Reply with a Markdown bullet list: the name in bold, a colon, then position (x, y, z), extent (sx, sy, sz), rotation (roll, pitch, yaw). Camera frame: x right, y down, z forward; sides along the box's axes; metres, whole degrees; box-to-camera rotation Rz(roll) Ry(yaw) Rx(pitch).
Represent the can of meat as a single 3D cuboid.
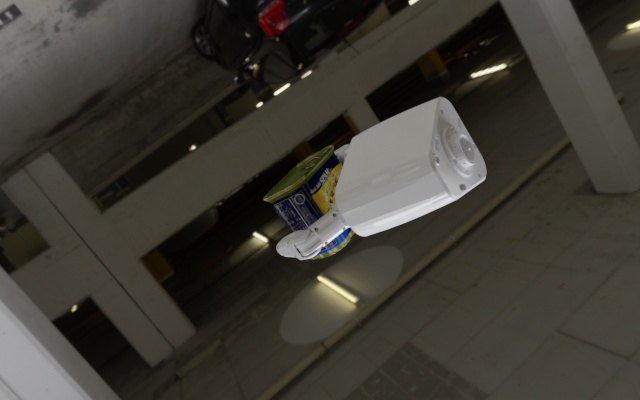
- **can of meat**: position (0.000, 0.002, 0.512), extent (0.057, 0.084, 0.102), rotation (-25, 16, 37)
